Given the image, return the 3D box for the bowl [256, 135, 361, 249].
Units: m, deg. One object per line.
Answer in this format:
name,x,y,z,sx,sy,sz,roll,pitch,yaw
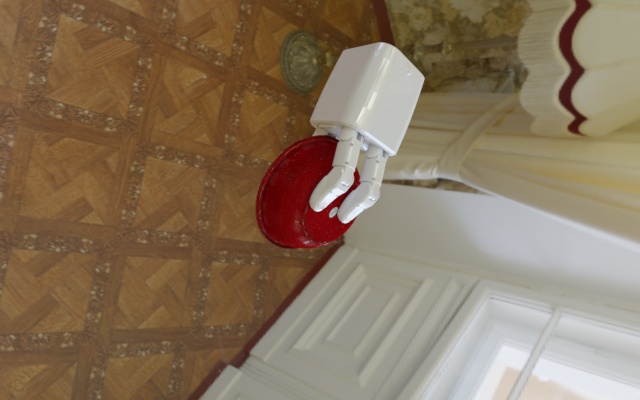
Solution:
bowl,0.000,0.003,0.608,0.162,0.162,0.055,0,24,-41
